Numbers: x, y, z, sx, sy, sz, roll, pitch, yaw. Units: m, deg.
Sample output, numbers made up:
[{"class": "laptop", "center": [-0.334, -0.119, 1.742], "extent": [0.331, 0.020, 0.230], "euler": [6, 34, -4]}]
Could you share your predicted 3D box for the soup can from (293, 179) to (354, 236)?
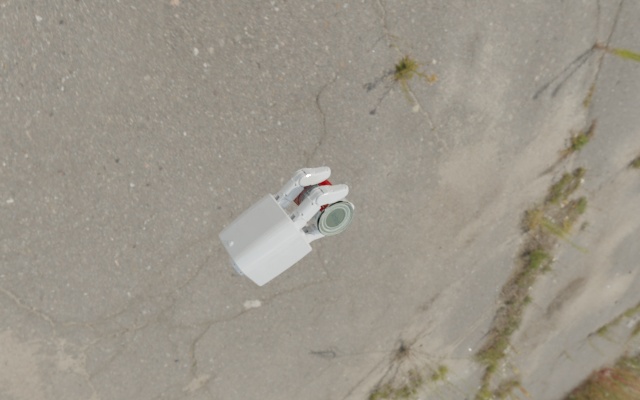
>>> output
[{"class": "soup can", "center": [0.001, 0.002, 0.781], "extent": [0.068, 0.068, 0.102], "euler": [0, 33, -35]}]
